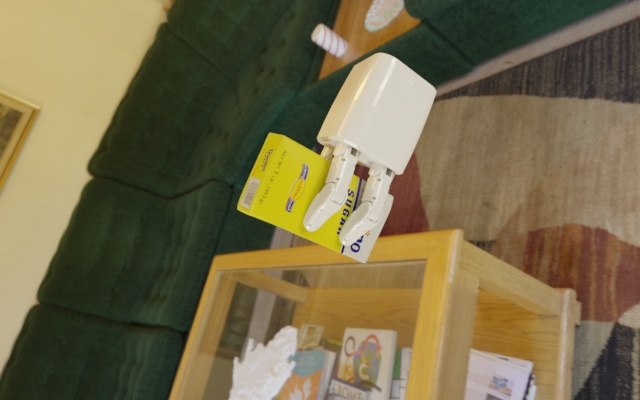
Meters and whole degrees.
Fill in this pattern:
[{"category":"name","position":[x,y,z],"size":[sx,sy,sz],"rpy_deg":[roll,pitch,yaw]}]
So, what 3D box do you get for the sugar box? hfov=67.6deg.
[{"category":"sugar box","position":[0.000,0.002,0.557],"size":[0.176,0.093,0.048],"rpy_deg":[25,-1,-31]}]
